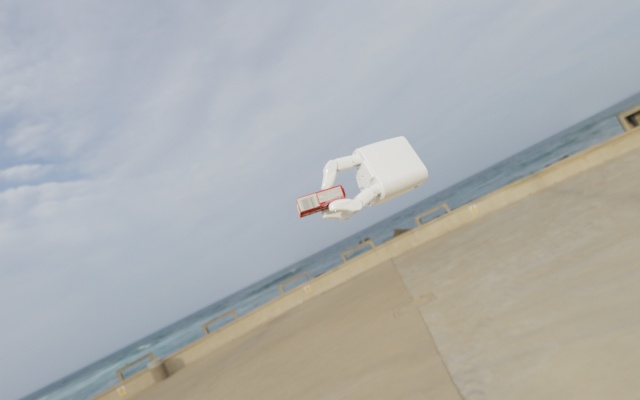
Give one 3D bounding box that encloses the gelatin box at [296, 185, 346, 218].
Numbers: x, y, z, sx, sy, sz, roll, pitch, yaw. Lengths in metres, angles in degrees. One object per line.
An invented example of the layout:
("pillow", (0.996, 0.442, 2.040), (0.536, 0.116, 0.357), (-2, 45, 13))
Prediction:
("gelatin box", (0.000, 0.003, 0.892), (0.089, 0.030, 0.073), (-17, -8, -6))
